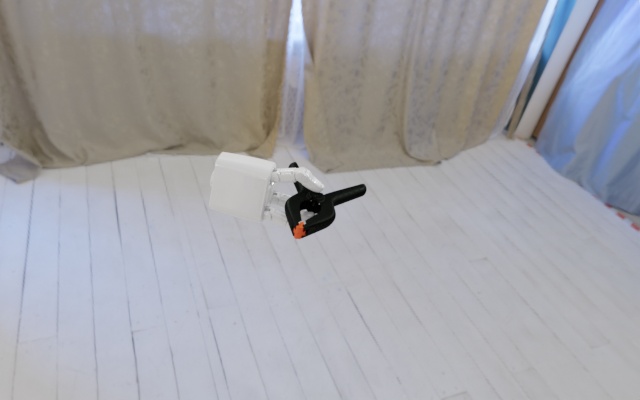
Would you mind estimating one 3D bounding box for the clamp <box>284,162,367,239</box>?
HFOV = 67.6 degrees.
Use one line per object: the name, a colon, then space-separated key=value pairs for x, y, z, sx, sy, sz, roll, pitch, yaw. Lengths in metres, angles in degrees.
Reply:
clamp: x=0.000 y=0.003 z=0.895 sx=0.164 sy=0.036 sz=0.209 roll=13 pitch=35 yaw=2
